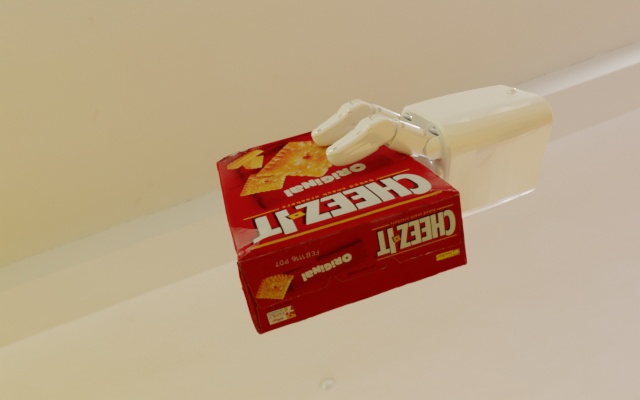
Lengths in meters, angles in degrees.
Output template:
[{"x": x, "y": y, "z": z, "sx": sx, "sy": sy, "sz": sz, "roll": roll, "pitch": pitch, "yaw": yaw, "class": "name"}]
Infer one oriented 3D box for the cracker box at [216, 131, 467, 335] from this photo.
[{"x": 0.000, "y": 0.001, "z": 0.422, "sx": 0.164, "sy": 0.072, "sz": 0.213, "roll": -17, "pitch": 26, "yaw": -8, "class": "cracker box"}]
